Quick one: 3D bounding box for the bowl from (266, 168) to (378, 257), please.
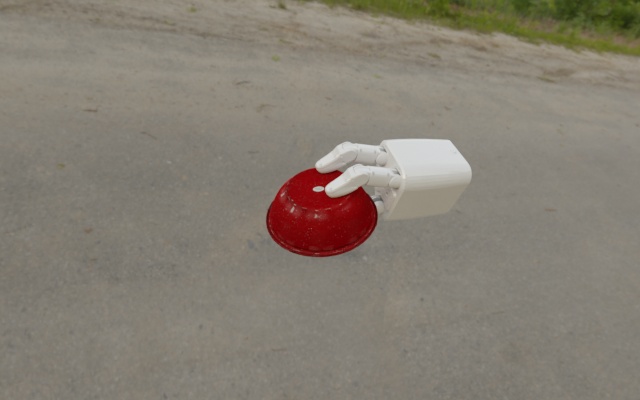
[{"bbox_3d":[-0.001,0.002,0.669,0.162,0.055,0.162,-3,42,2],"label":"bowl"}]
